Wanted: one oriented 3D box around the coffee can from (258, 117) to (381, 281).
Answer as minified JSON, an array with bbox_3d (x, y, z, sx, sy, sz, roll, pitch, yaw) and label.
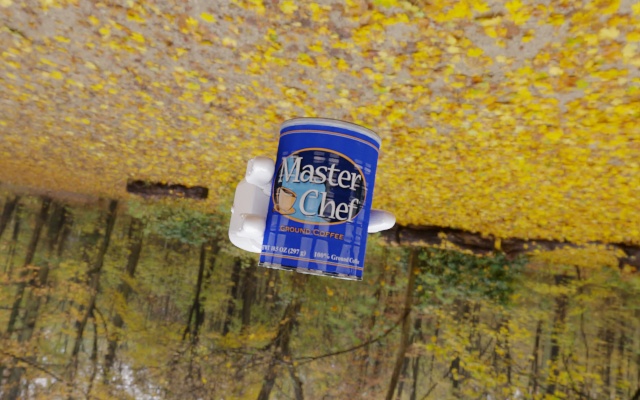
[{"bbox_3d":[0.000,0.001,0.470,0.103,0.140,0.103,8,-8,1],"label":"coffee can"}]
